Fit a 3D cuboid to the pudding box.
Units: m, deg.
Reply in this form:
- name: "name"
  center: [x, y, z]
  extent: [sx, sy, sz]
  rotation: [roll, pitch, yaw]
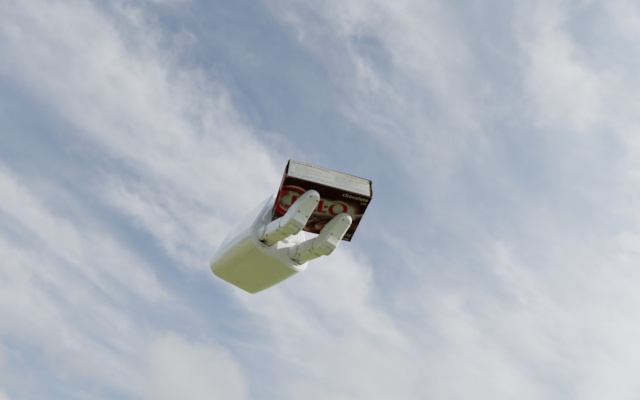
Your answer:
- name: "pudding box"
  center: [0.000, 0.002, 0.615]
  extent: [0.113, 0.039, 0.090]
  rotation: [12, -44, -9]
